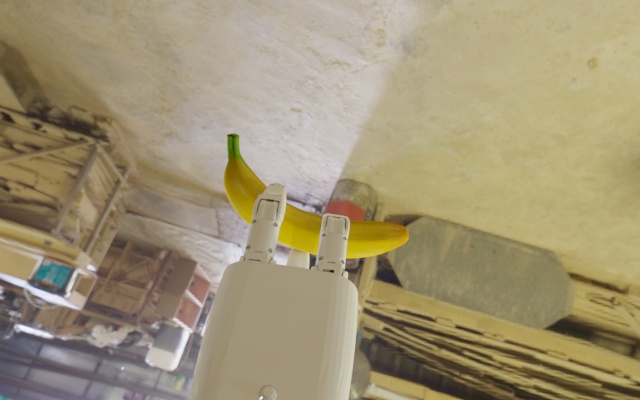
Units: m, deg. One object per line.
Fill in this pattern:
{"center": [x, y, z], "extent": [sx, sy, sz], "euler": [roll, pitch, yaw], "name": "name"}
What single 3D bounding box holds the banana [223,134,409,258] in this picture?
{"center": [-0.012, 0.015, 0.446], "extent": [0.198, 0.070, 0.037], "euler": [28, 16, -14], "name": "banana"}
